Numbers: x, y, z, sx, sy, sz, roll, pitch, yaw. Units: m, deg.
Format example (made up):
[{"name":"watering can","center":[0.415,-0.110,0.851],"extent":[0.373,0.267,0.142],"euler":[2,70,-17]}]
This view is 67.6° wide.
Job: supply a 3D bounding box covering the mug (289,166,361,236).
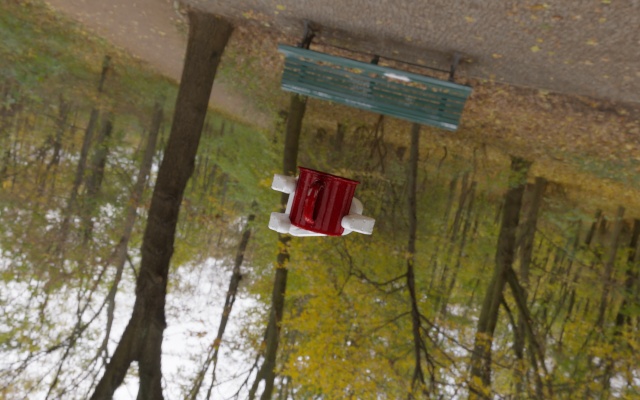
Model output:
[{"name":"mug","center":[0.000,0.002,0.664],"extent":[0.093,0.081,0.117],"euler":[15,5,10]}]
